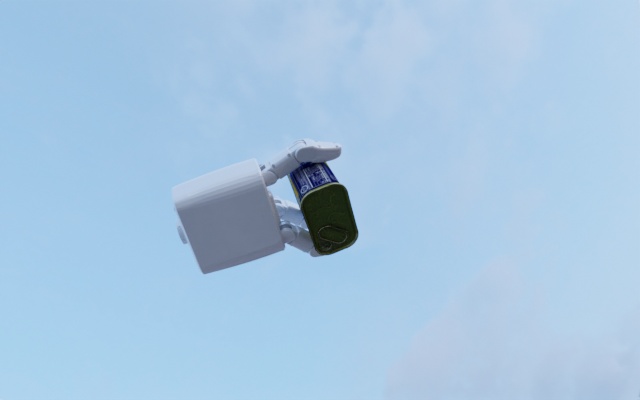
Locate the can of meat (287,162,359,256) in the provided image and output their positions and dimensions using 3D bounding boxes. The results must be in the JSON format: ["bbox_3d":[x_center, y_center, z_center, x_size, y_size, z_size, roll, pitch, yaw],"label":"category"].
[{"bbox_3d":[0.000,0.002,0.588,0.057,0.102,0.084,-22,38,-5],"label":"can of meat"}]
